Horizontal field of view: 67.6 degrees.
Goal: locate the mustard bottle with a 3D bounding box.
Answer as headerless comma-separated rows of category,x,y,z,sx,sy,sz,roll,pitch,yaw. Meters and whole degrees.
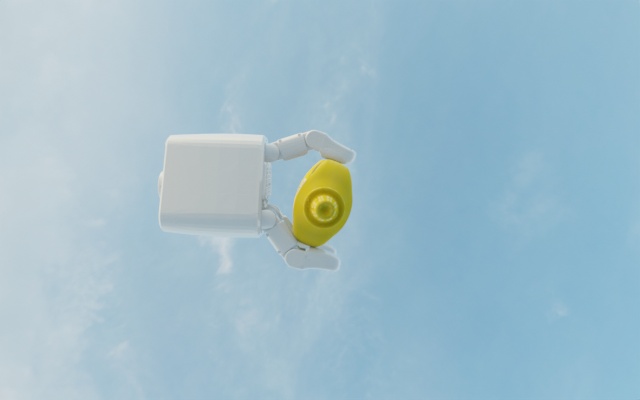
mustard bottle,0.000,0.002,0.535,0.058,0.096,0.191,24,3,-3
